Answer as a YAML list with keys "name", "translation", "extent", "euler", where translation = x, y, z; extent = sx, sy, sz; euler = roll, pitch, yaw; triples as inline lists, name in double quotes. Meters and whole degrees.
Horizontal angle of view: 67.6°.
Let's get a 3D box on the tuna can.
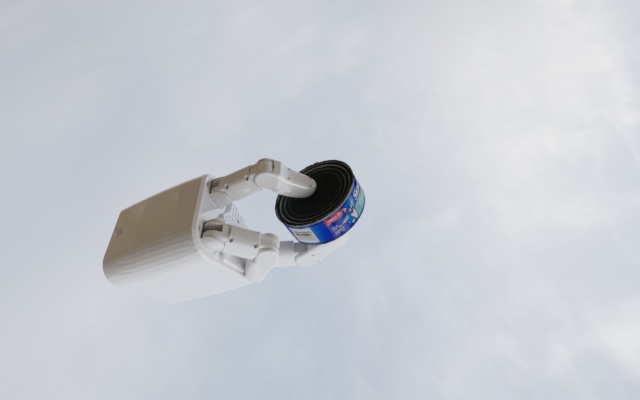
- name: "tuna can"
  translation: [0.000, 0.002, 0.469]
  extent: [0.086, 0.086, 0.034]
  euler: [0, -41, 37]
